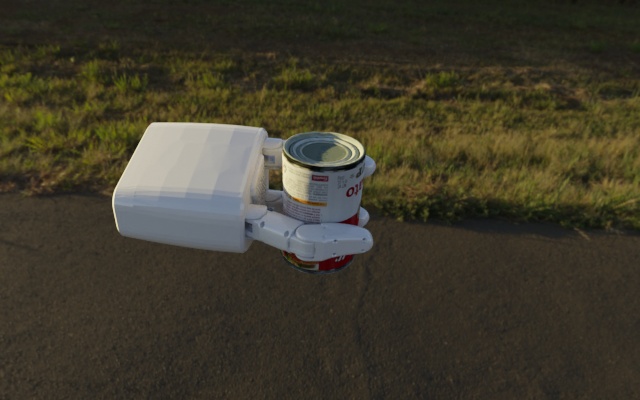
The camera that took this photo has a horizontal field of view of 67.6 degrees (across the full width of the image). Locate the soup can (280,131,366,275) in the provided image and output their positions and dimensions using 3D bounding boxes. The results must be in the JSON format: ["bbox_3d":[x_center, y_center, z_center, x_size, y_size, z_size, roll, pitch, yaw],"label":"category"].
[{"bbox_3d":[0.001,0.001,0.401,0.068,0.102,0.068,3,32,-2],"label":"soup can"}]
